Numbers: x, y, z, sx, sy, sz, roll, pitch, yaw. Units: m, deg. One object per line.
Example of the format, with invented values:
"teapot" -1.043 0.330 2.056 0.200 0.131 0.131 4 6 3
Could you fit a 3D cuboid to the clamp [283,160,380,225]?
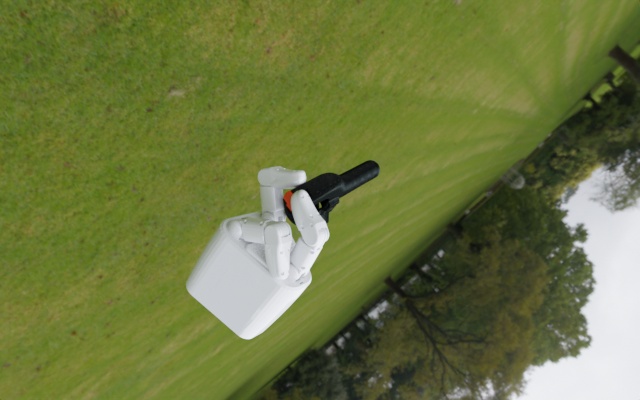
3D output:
"clamp" 0.000 0.002 0.597 0.039 0.120 0.171 47 31 18
